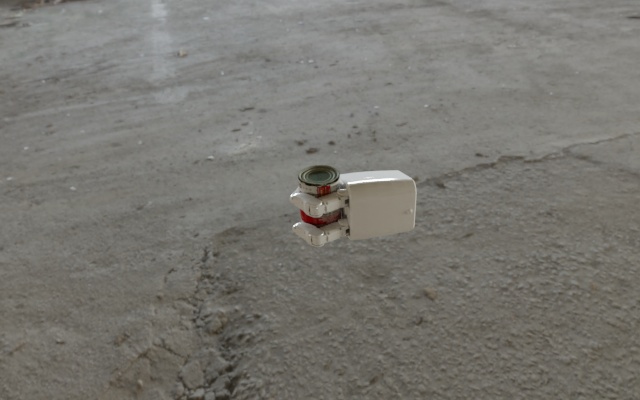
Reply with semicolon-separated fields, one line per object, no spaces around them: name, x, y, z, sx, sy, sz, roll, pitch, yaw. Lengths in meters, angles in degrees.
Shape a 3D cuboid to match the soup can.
soup can;0.000;0.002;0.769;0.068;0.102;0.068;-2;31;1
